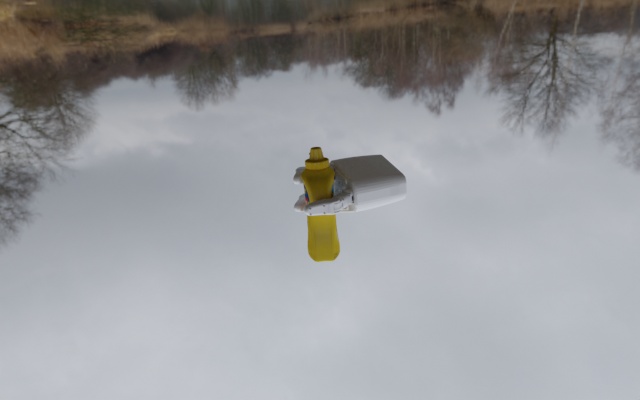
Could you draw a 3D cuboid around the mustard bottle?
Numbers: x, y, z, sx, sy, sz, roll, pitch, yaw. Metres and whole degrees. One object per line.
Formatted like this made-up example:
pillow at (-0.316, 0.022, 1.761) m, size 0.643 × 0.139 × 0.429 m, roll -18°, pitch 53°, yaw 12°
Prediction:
mustard bottle at (0.000, 0.003, 0.825) m, size 0.058 × 0.192 × 0.096 m, roll -4°, pitch 18°, yaw 2°
